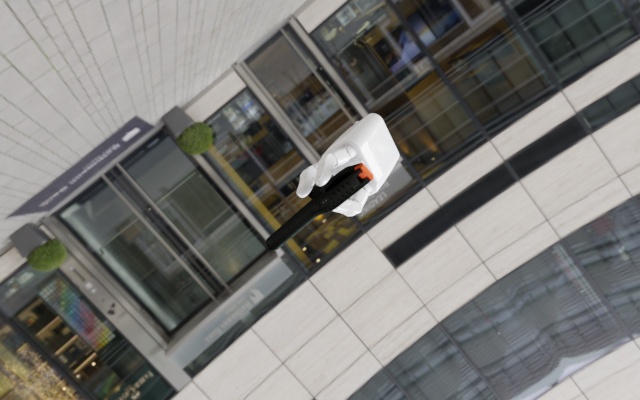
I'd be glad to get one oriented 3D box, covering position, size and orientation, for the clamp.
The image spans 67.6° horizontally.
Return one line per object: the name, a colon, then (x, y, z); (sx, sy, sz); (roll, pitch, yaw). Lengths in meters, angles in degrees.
clamp: (0.001, 0.003, 0.770); (0.210, 0.036, 0.164); (-28, 20, 49)
